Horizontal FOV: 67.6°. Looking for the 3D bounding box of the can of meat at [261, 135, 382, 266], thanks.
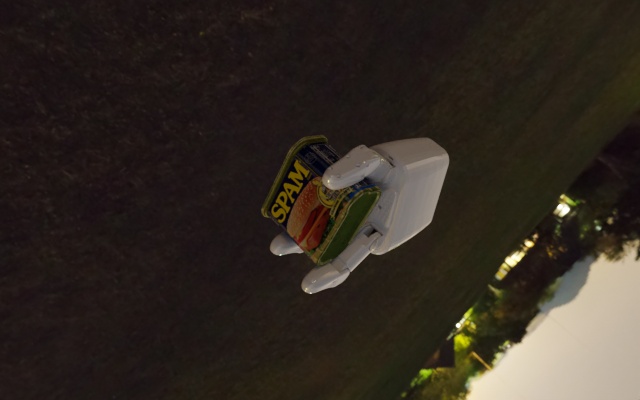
[{"bbox_3d":[0.000,0.002,0.472,0.084,0.102,0.057,43,33,23],"label":"can of meat"}]
